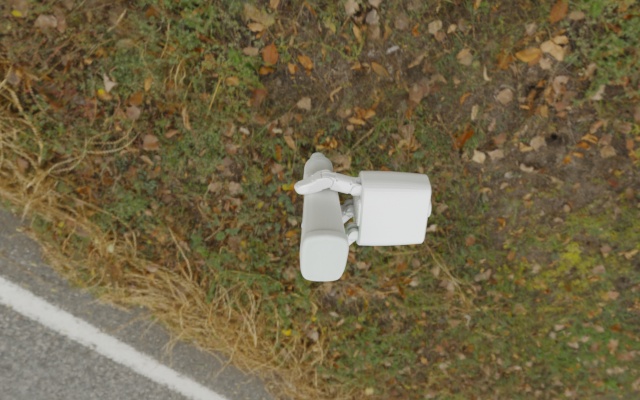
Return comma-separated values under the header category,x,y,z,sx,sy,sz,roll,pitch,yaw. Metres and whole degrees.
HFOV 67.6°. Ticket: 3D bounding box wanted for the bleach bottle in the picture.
category,x,y,z,sx,sy,sz,roll,pitch,yaw
bleach bottle,0.000,0.003,0.767,0.068,0.103,0.250,2,42,-4
